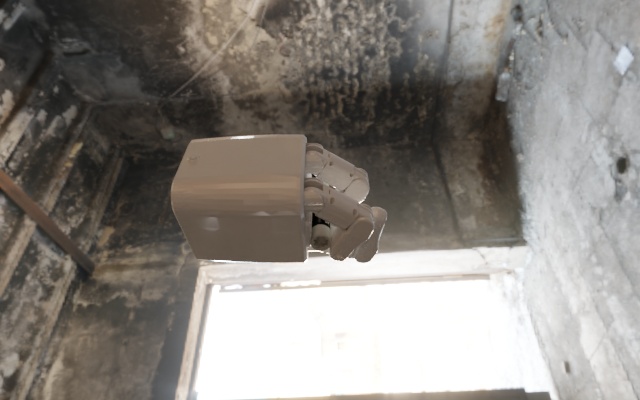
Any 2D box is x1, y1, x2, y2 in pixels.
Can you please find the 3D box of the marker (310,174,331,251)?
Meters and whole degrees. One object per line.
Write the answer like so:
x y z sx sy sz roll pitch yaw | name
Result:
0.000 0.002 0.465 0.020 0.020 0.121 0 37 0 | marker
